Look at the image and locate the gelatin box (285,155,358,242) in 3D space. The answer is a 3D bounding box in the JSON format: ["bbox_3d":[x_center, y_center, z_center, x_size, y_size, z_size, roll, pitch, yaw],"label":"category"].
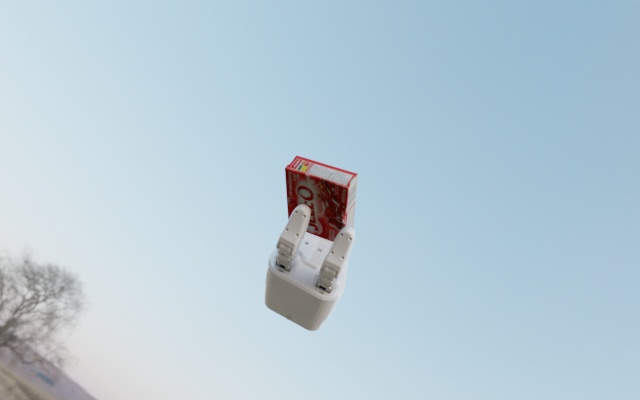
[{"bbox_3d":[0.000,0.001,0.522,0.073,0.089,0.030,19,45,18],"label":"gelatin box"}]
